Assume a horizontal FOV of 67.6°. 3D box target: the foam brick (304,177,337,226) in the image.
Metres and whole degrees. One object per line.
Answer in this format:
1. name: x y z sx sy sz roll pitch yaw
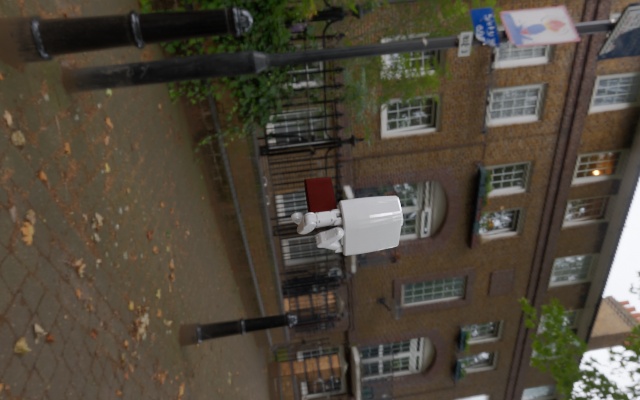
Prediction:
1. foam brick: 0.000 0.003 0.892 0.051 0.078 0.053 -8 -24 -3
